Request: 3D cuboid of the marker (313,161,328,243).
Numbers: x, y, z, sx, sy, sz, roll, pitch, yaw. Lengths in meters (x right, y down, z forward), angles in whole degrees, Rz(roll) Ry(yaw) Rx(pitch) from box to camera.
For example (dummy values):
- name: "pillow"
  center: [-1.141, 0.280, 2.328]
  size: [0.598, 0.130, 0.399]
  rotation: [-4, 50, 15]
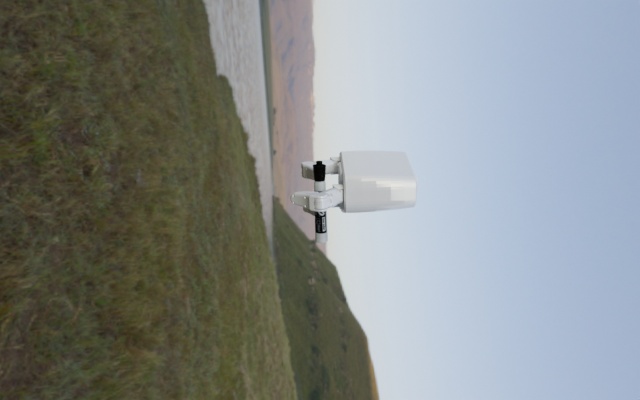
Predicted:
- name: "marker"
  center: [0.000, 0.002, 0.689]
  size: [0.020, 0.121, 0.020]
  rotation: [-2, 17, 0]
